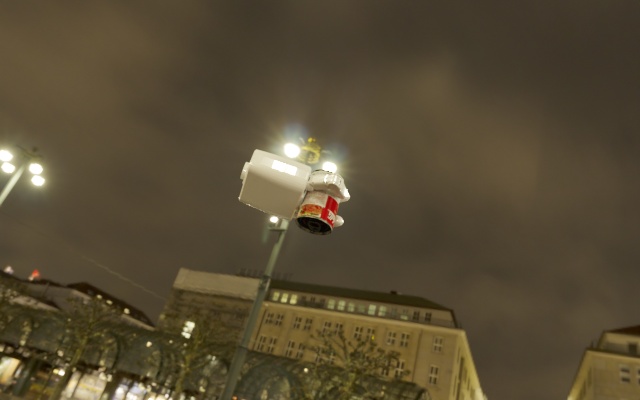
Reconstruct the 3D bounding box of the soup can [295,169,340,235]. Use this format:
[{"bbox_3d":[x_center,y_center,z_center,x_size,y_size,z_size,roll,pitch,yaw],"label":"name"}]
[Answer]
[{"bbox_3d":[0.001,0.003,0.871,0.068,0.102,0.068,13,-28,7],"label":"soup can"}]
